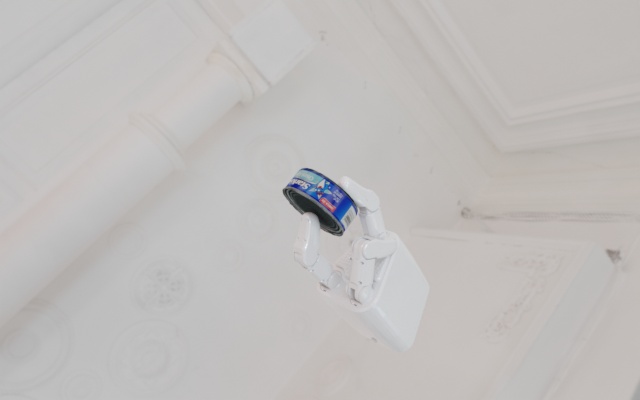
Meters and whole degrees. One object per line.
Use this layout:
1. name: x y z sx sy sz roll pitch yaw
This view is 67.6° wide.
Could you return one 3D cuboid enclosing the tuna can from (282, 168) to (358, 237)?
1. tuna can: 0.000 0.001 0.547 0.086 0.033 0.086 35 -16 11
